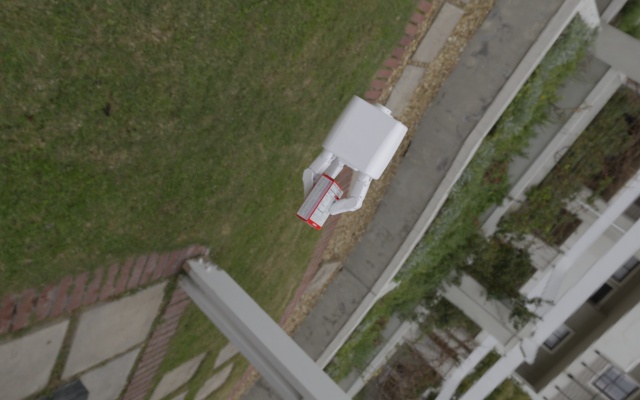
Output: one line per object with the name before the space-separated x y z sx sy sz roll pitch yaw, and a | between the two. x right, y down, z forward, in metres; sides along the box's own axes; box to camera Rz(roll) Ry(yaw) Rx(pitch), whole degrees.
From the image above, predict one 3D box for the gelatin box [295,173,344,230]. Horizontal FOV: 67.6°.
gelatin box | 0.000 0.003 0.850 0.030 0.089 0.073 32 -3 22
